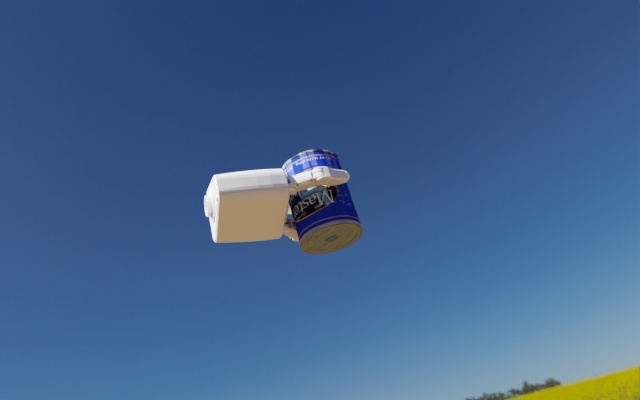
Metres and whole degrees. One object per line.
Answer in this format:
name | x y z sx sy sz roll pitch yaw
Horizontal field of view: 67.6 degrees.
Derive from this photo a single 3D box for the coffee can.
coffee can | 0.000 0.003 0.777 0.103 0.140 0.103 -13 -28 -7
